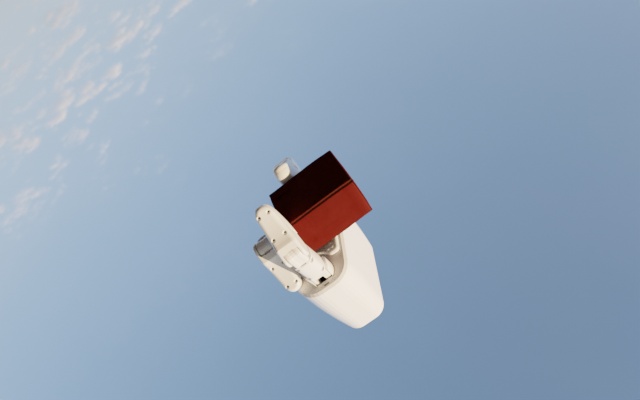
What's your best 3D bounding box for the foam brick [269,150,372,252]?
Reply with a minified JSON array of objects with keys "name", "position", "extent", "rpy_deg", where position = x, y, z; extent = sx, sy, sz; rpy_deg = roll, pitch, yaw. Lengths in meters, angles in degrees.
[{"name":"foam brick","position":[0.000,0.001,0.461],"extent":[0.078,0.053,0.051],"rpy_deg":[-36,-45,7]}]
